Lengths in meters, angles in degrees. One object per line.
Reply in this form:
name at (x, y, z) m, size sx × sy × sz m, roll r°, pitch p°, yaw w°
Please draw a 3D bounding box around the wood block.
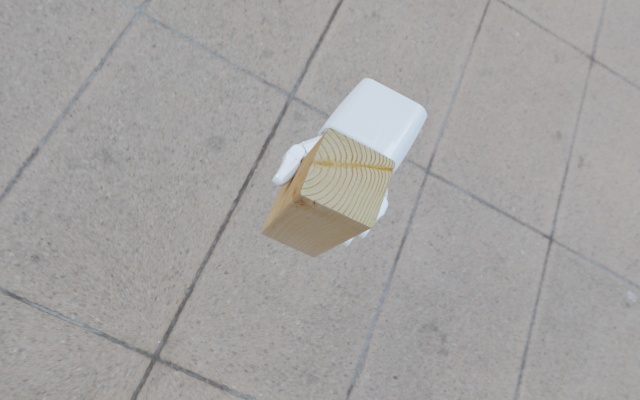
wood block at (0.000, 0.001, 0.613) m, size 0.091 × 0.090 × 0.206 m, roll 26°, pitch -22°, yaw -10°
